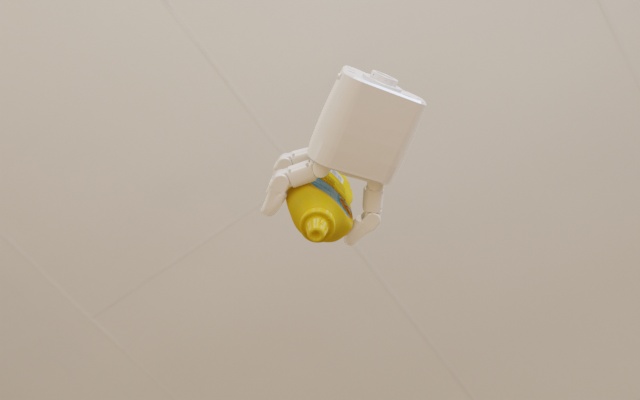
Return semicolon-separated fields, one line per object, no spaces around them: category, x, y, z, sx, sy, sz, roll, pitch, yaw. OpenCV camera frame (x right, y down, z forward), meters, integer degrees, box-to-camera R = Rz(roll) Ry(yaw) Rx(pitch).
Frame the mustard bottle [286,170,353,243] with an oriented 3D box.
mustard bottle;0.000;0.002;0.613;0.058;0.096;0.191;-42;15;17
